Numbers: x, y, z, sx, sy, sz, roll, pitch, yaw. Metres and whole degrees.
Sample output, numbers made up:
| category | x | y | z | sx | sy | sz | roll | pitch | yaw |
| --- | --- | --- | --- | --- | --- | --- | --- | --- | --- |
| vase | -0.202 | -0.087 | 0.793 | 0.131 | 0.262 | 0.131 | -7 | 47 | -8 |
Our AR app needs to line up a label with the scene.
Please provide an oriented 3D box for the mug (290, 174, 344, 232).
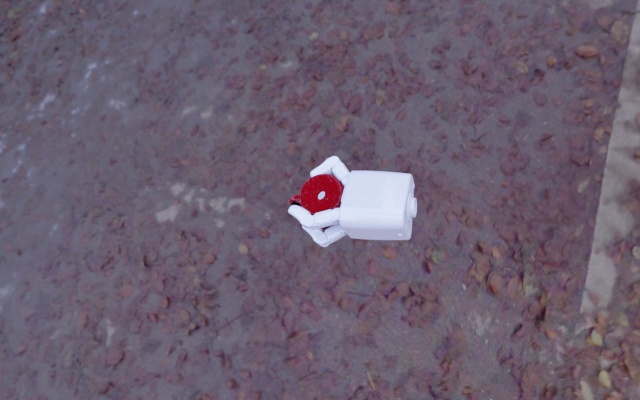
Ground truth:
| category | x | y | z | sx | sy | sz | roll | pitch | yaw |
| --- | --- | --- | --- | --- | --- | --- | --- | --- | --- |
| mug | -0.001 | 0.003 | 0.865 | 0.117 | 0.093 | 0.081 | 2 | -21 | 19 |
